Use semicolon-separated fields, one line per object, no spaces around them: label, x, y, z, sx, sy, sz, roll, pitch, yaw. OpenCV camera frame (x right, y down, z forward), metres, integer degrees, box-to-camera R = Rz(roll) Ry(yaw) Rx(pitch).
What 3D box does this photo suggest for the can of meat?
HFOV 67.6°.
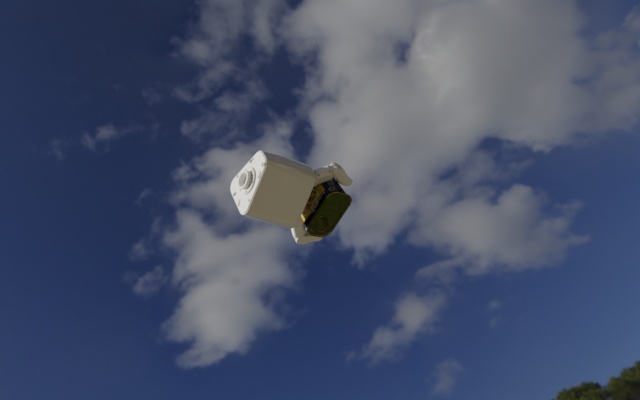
can of meat;0.000;0.003;0.895;0.057;0.102;0.084;14;29;-37
